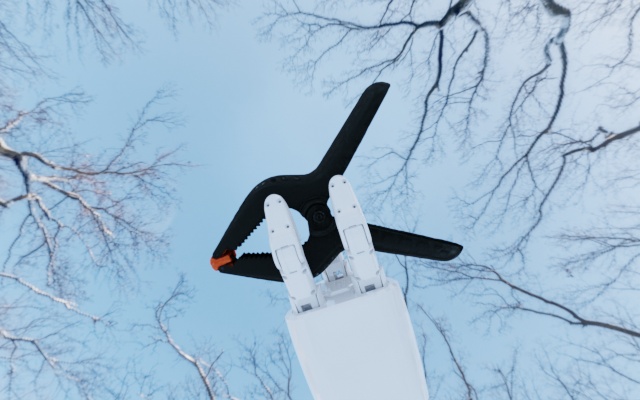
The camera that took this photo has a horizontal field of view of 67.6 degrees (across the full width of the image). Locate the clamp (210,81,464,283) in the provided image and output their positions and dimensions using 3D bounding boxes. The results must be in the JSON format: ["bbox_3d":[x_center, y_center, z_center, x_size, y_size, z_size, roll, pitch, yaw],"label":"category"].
[{"bbox_3d":[0.000,0.002,0.413,0.210,0.164,0.036,-18,2,2],"label":"clamp"}]
